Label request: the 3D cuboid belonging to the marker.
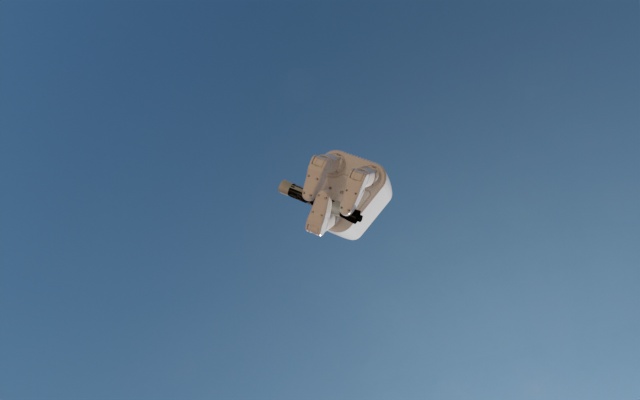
[{"bbox_3d":[0.000,0.002,0.632,0.121,0.020,0.020,22,7,19],"label":"marker"}]
